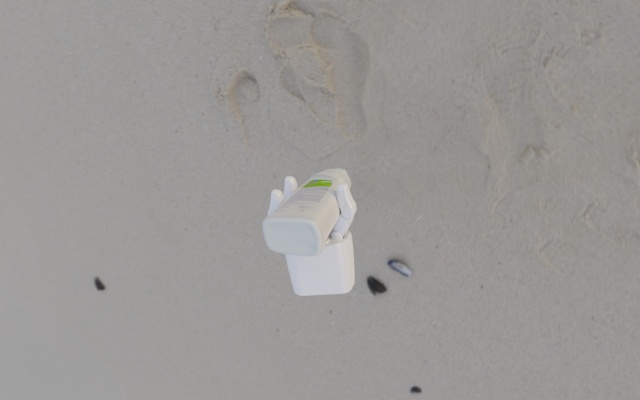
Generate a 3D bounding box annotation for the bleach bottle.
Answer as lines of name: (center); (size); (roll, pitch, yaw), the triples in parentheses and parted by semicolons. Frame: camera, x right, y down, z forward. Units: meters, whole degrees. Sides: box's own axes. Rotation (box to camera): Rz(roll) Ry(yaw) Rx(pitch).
bleach bottle: (0.000, 0.003, 0.820); (0.102, 0.068, 0.250); (2, 26, 23)
